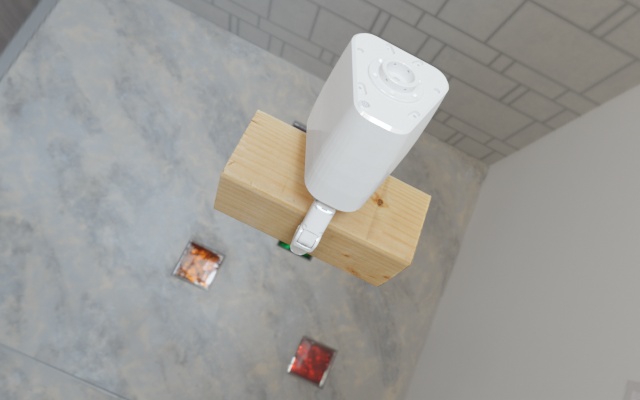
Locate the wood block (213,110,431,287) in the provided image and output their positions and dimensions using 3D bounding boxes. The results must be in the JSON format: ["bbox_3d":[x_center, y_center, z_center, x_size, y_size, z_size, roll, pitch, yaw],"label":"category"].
[{"bbox_3d":[0.000,0.002,0.519,0.206,0.090,0.090,26,-29,-5],"label":"wood block"}]
